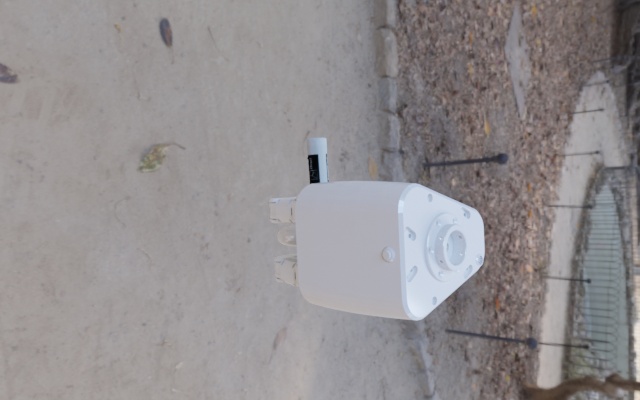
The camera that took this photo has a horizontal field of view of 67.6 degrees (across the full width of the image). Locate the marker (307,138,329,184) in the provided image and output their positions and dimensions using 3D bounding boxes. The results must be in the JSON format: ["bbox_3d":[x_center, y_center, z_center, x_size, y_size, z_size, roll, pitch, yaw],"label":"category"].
[{"bbox_3d":[0.000,0.001,0.454,0.020,0.121,0.020,-4,2,0],"label":"marker"}]
